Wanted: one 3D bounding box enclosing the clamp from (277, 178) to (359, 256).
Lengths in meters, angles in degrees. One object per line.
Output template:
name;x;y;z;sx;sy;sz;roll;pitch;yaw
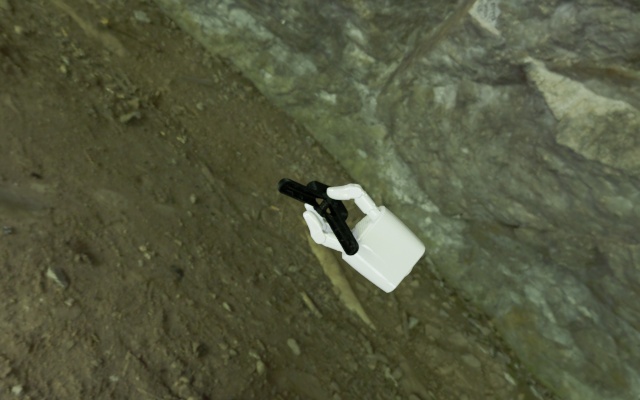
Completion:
clamp;0.001;0.002;0.827;0.164;0.036;0.210;43;13;-10
